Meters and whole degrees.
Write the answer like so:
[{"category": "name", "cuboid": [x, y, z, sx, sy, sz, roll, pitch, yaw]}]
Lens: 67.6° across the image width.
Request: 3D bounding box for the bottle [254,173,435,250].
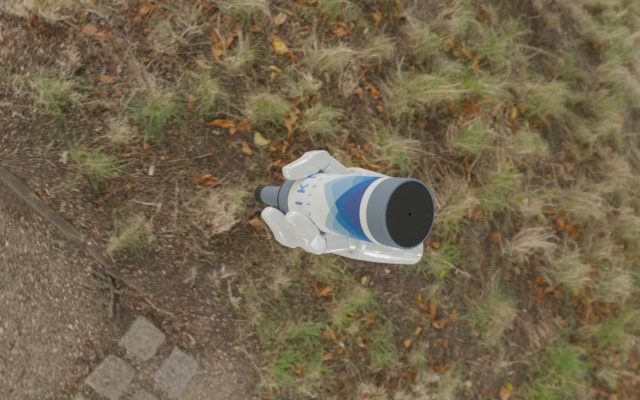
[{"category": "bottle", "cuboid": [0.000, 0.002, 0.560, 0.069, 0.069, 0.295, 0, 4, -34]}]
